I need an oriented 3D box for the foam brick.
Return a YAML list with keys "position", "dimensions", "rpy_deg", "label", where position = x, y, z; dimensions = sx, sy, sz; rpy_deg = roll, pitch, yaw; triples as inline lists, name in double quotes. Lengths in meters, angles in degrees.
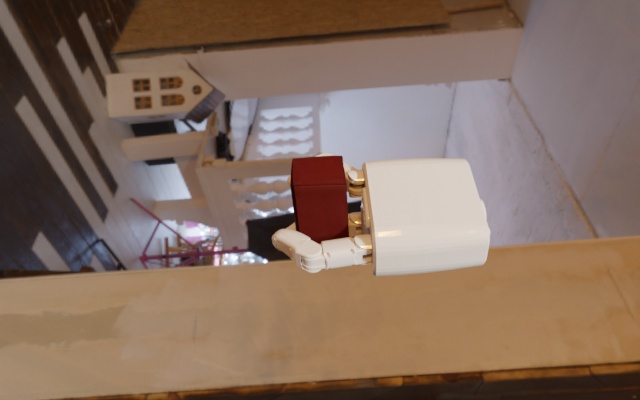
- position: [0.000, 0.001, 0.470]
  dimensions: [0.051, 0.078, 0.053]
  rpy_deg: [-4, 36, 1]
  label: "foam brick"
